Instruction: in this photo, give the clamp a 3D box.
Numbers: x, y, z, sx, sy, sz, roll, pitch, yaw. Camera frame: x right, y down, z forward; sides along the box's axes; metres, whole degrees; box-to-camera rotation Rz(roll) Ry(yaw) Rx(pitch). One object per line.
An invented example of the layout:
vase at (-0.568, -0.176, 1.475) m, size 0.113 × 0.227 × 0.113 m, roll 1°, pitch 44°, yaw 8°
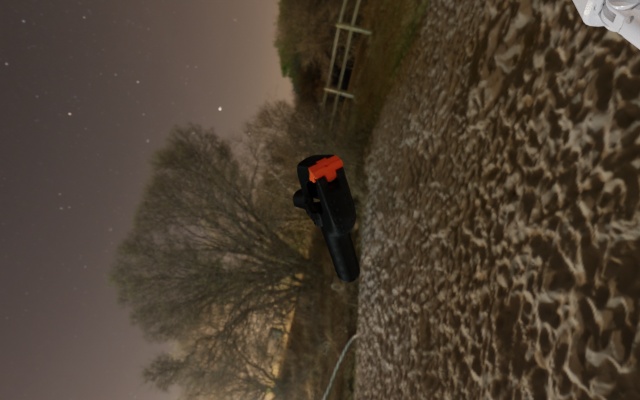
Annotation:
clamp at (0.000, 0.002, 0.471) m, size 0.039 × 0.120 × 0.172 m, roll -32°, pitch -31°, yaw -17°
